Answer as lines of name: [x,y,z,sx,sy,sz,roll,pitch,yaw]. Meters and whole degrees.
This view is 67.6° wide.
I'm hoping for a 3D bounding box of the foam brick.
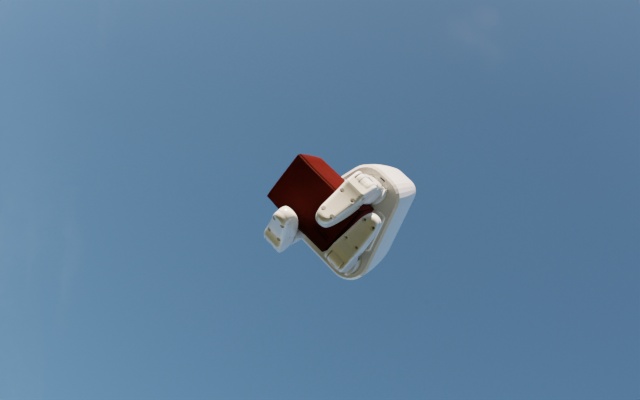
foam brick: [0.000,0.001,0.450,0.078,0.053,0.051,45,17,13]
